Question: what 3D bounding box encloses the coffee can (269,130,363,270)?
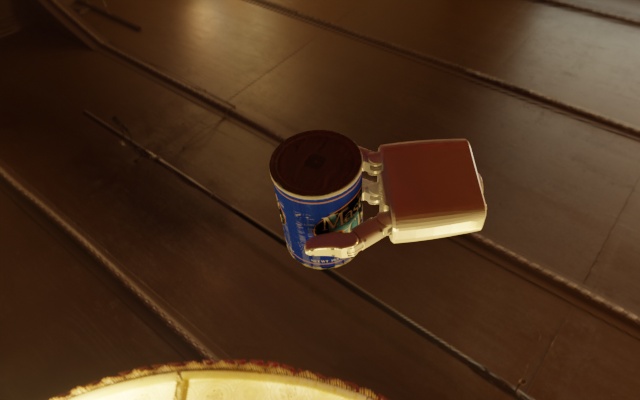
[{"bbox_3d":[0.000,0.002,0.571,0.103,0.102,0.140,0,-40,6],"label":"coffee can"}]
